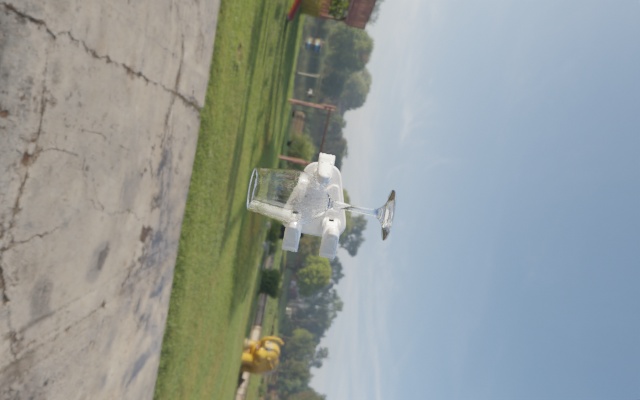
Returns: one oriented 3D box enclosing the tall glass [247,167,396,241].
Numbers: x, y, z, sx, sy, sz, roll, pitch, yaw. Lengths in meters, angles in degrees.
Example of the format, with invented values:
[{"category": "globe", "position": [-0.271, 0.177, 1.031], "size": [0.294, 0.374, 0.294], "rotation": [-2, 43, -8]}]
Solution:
[{"category": "tall glass", "position": [0.001, 0.002, 0.678], "size": [0.201, 0.079, 0.079], "rotation": [11, 0, -2]}]
